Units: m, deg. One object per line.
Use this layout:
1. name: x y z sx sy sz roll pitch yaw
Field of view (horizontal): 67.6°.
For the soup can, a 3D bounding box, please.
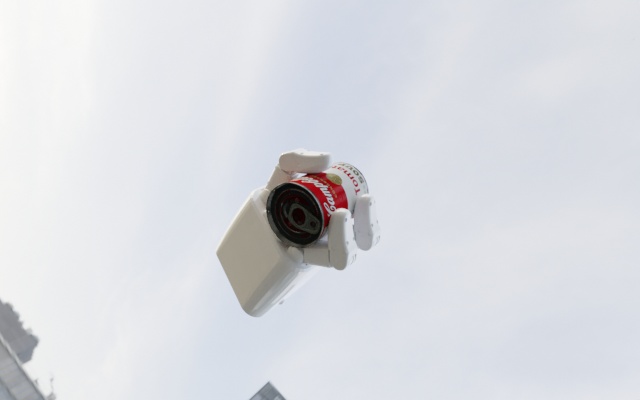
1. soup can: 0.000 0.001 0.507 0.068 0.068 0.102 0 16 33
